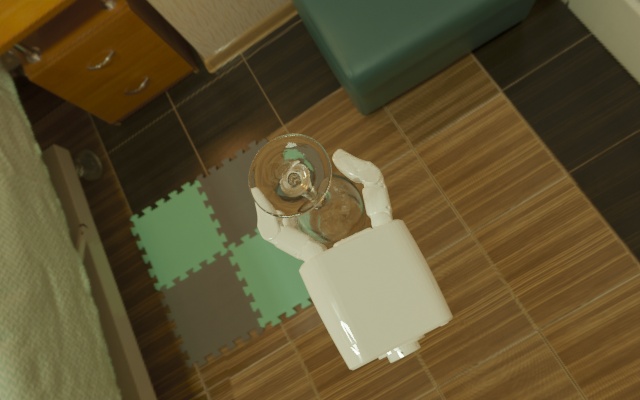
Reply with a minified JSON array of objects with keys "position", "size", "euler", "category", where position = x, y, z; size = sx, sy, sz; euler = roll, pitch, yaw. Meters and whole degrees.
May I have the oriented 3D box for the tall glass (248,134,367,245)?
[{"position":[0.000,0.001,0.495],"size":[0.079,0.079,0.201],"euler":[0,-13,16],"category":"tall glass"}]
